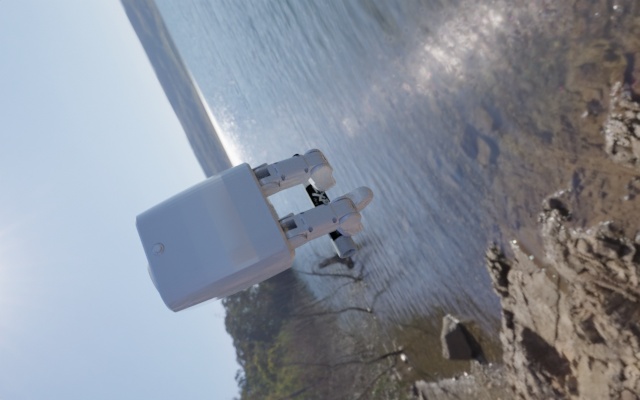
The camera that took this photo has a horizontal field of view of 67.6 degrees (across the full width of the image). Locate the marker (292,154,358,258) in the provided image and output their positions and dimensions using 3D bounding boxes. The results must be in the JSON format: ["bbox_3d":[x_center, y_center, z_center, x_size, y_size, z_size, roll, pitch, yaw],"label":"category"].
[{"bbox_3d":[0.000,0.002,0.470,0.020,0.121,0.020,-23,-26,-12],"label":"marker"}]
